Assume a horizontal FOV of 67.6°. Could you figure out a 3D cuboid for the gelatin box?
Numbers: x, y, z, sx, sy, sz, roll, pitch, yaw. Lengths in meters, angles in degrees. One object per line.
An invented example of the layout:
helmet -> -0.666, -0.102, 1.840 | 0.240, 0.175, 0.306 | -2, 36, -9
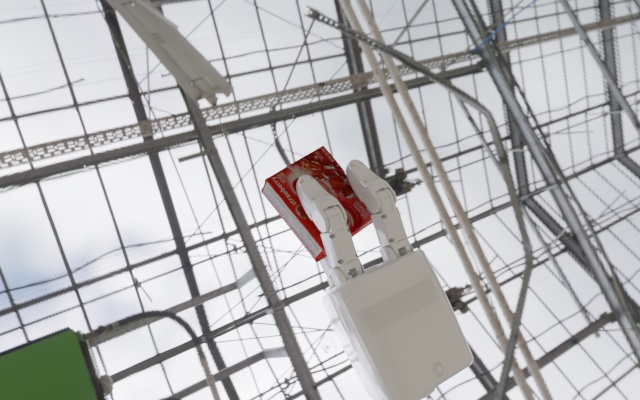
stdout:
gelatin box -> 0.000, 0.001, 0.451 | 0.073, 0.089, 0.030 | -34, -12, -29
